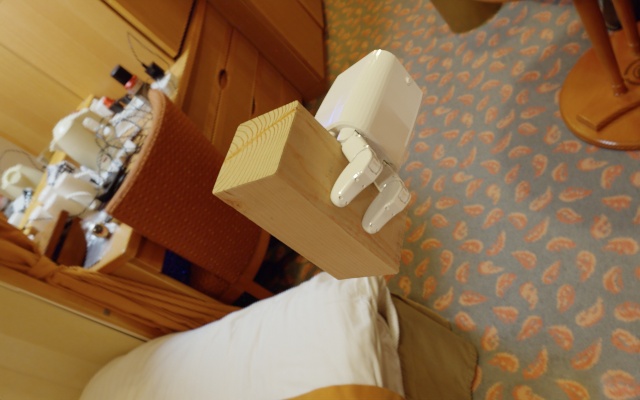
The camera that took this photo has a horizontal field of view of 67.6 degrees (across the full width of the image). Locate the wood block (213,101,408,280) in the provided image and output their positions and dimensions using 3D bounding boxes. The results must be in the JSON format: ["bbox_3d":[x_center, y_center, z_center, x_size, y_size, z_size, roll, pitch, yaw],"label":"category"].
[{"bbox_3d":[0.000,0.001,0.519,0.091,0.090,0.206,-13,-40,39],"label":"wood block"}]
